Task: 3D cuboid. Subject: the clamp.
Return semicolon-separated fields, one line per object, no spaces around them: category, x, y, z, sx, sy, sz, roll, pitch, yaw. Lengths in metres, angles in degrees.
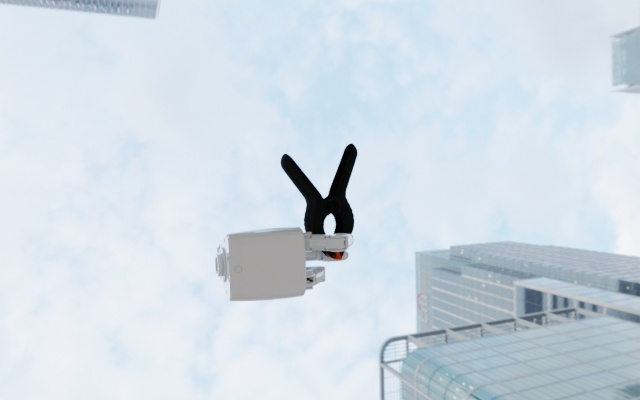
clamp;0.000;0.002;0.692;0.120;0.171;0.039;-2;2;-20
